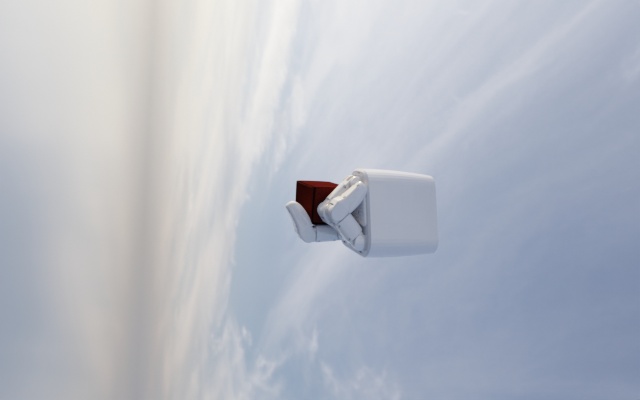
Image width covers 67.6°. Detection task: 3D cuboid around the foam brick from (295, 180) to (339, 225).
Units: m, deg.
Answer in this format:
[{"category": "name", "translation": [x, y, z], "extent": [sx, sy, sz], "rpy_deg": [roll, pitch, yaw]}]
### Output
[{"category": "foam brick", "translation": [0.000, 0.002, 0.667], "extent": [0.051, 0.053, 0.078], "rpy_deg": [0, 9, -20]}]
